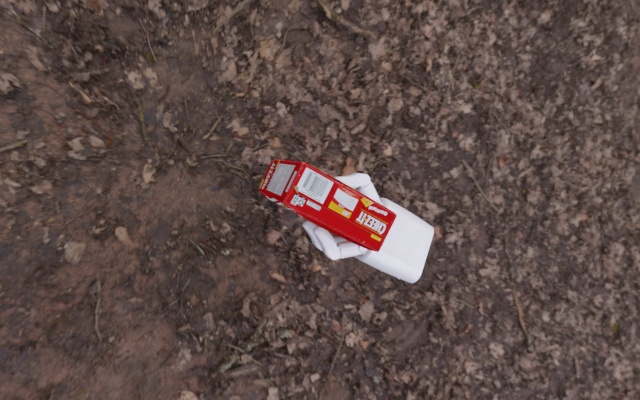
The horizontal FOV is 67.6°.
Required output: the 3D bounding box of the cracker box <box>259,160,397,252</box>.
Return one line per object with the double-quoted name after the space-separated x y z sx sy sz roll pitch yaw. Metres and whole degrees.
0.000 0.002 0.764 0.164 0.072 0.213 28 -3 -17 "cracker box"
